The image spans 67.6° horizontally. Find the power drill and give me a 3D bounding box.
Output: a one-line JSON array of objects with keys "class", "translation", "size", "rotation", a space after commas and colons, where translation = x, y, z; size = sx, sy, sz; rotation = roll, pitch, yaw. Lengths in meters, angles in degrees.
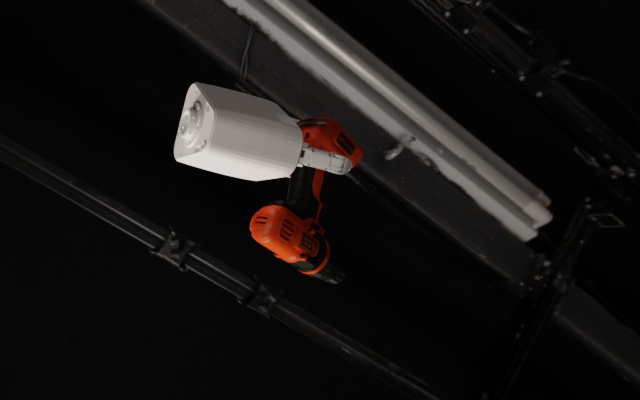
[{"class": "power drill", "translation": [0.000, 0.002, 0.623], "size": [0.057, 0.187, 0.184], "rotation": [1, -25, 34]}]
